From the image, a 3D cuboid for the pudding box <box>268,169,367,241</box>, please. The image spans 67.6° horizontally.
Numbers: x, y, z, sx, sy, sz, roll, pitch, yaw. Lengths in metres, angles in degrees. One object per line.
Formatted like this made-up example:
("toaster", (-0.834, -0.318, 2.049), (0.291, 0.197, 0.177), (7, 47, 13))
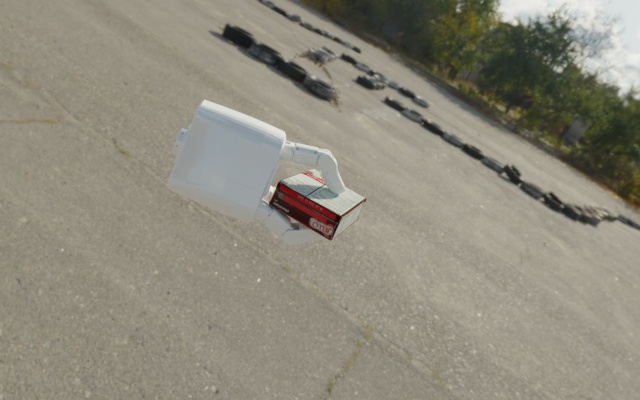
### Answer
("pudding box", (0.000, 0.002, 0.605), (0.090, 0.039, 0.113), (30, 22, 13))
